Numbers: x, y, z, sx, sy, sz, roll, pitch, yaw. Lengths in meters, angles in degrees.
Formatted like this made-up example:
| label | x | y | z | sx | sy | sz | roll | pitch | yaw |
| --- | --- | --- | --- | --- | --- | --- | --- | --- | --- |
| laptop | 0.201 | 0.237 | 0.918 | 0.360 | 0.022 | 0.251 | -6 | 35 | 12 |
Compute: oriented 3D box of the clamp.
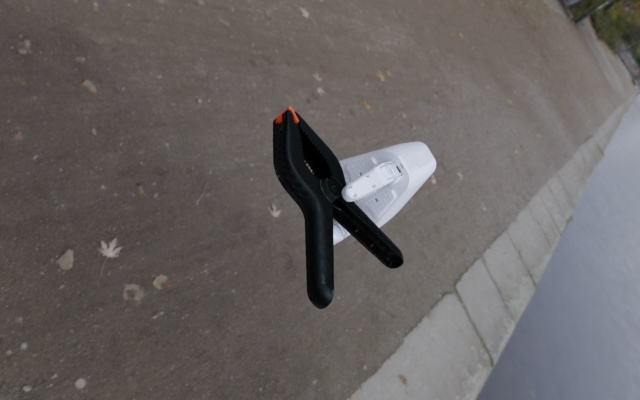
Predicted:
| label | x | y | z | sx | sy | sz | roll | pitch | yaw |
| --- | --- | --- | --- | --- | --- | --- | --- | --- | --- |
| clamp | 0.001 | 0.001 | 0.488 | 0.036 | 0.210 | 0.164 | -32 | -4 | 32 |
